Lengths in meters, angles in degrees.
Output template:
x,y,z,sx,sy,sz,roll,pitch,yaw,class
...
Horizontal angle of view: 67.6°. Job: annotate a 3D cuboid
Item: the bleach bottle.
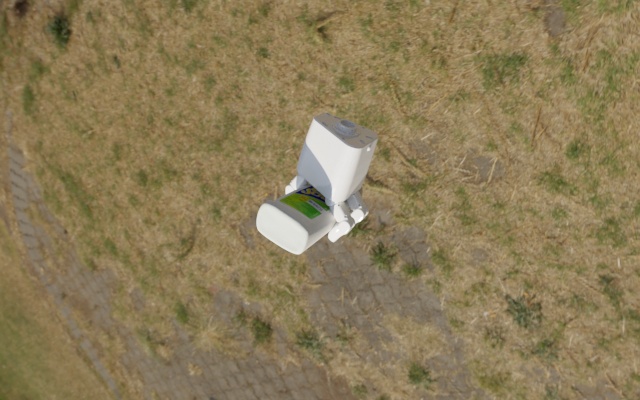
x,y,z,sx,sy,sz,roll,pitch,yaw,class
0.000,0.003,0.862,0.102,0.068,0.250,31,35,17,bleach bottle
